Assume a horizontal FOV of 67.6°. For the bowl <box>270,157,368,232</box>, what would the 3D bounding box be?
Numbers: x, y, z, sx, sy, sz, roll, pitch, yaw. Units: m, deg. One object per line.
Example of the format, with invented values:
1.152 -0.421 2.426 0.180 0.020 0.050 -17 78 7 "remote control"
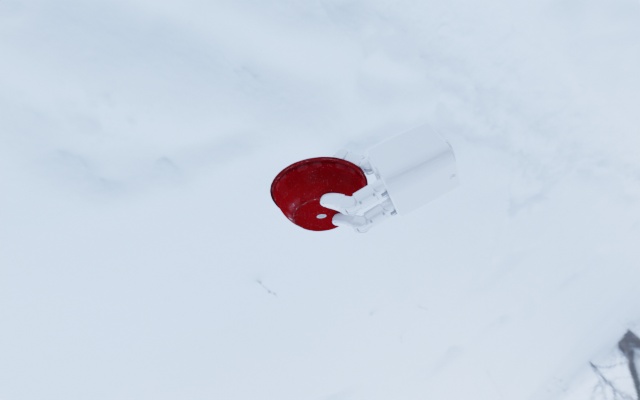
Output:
-0.001 0.003 0.768 0.162 0.055 0.162 -4 -36 -3 "bowl"
